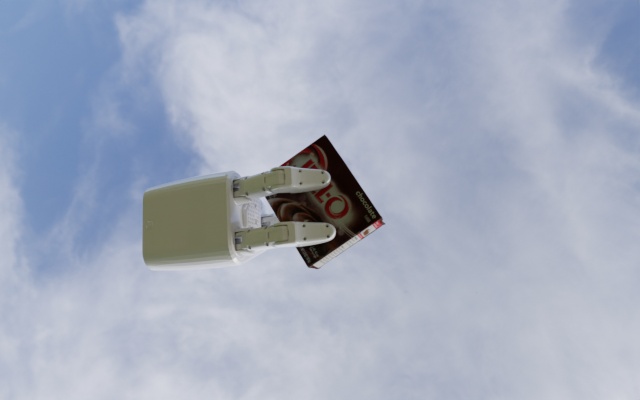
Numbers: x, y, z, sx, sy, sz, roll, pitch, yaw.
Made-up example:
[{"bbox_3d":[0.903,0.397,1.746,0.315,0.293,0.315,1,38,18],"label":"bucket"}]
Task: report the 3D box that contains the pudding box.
[{"bbox_3d":[0.000,0.002,0.500,0.090,0.113,0.039,-35,-17,6],"label":"pudding box"}]
